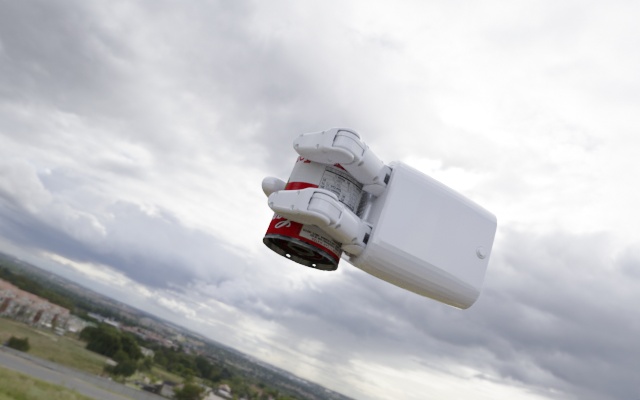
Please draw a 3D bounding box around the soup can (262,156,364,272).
[{"bbox_3d":[0.000,0.001,0.414,0.068,0.102,0.068,19,-20,7],"label":"soup can"}]
